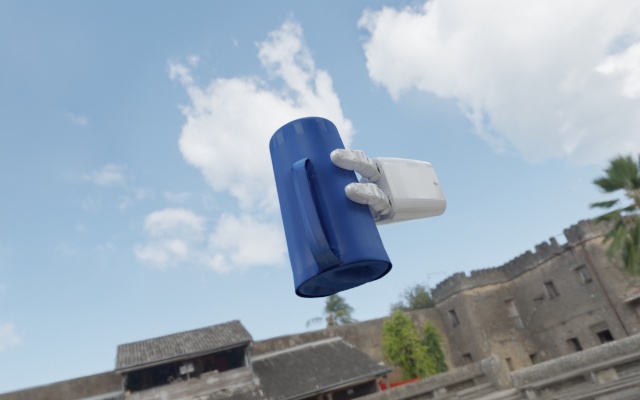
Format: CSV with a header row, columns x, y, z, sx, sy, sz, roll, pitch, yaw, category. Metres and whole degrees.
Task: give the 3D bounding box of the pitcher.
x,y,z,sx,sy,sz,roll,pitch,yaw,category
0.000,0.002,0.665,0.145,0.242,0.149,-1,-28,-30,pitcher
